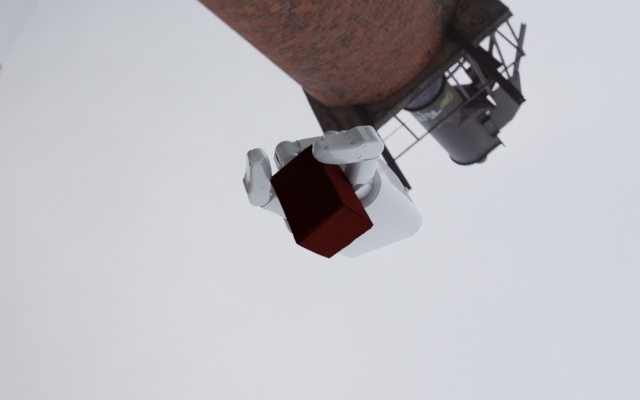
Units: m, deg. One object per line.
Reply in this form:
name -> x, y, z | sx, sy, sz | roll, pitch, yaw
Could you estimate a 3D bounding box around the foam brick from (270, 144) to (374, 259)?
foam brick -> 0.000, 0.002, 0.414 | 0.053, 0.078, 0.051 | -38, -39, 15
